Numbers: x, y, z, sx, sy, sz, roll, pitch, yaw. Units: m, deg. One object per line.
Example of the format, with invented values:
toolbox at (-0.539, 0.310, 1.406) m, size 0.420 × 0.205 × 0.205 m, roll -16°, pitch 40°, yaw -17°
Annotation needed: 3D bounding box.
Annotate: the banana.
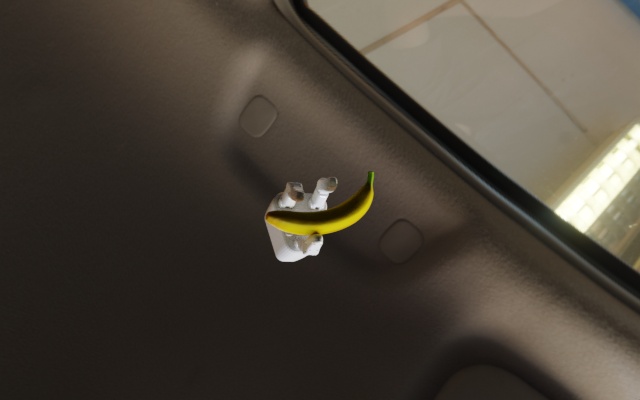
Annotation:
banana at (0.011, 0.018, 0.762) m, size 0.198 × 0.069 × 0.037 m, roll -23°, pitch -5°, yaw -22°
